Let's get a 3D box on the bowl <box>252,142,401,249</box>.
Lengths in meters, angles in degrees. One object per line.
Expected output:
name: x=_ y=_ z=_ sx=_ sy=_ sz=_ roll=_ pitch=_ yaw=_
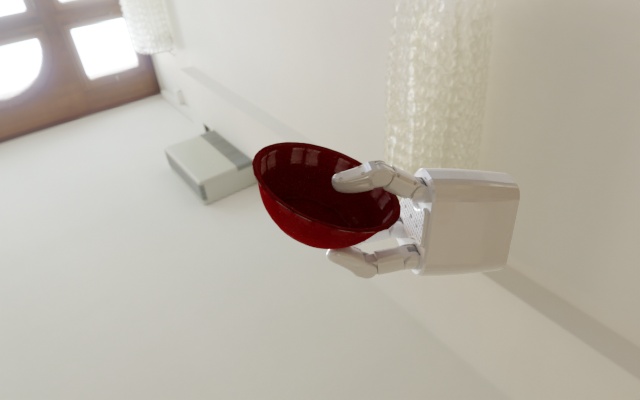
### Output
bowl: x=-0.001 y=0.002 z=0.506 sx=0.162 sy=0.055 sz=0.162 roll=16 pitch=31 yaw=-10
